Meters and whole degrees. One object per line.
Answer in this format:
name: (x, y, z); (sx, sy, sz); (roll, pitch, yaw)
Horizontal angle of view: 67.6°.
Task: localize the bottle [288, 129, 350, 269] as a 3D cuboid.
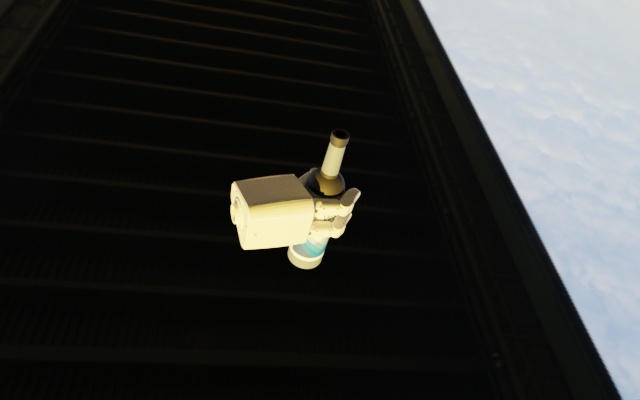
bottle: (0.000, 0.003, 0.816); (0.069, 0.069, 0.296); (0, -44, -17)
